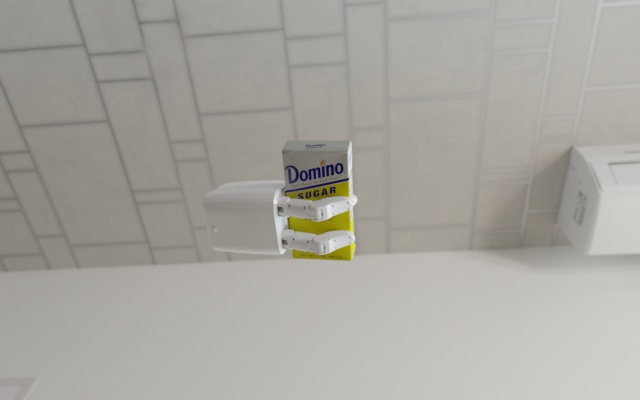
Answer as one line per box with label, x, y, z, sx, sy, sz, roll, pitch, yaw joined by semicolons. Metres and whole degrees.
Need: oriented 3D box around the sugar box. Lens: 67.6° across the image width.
sugar box;0.000;0.003;0.685;0.093;0.176;0.048;0;30;10
